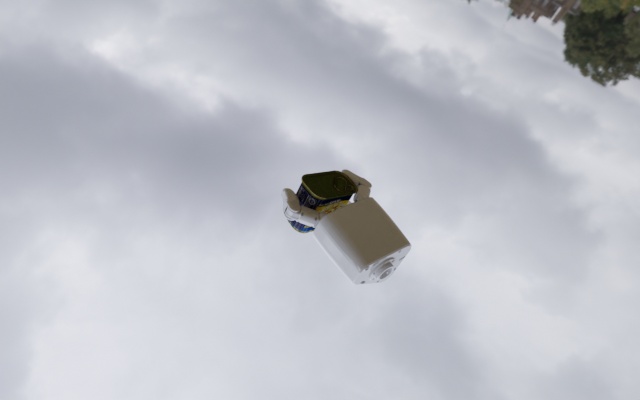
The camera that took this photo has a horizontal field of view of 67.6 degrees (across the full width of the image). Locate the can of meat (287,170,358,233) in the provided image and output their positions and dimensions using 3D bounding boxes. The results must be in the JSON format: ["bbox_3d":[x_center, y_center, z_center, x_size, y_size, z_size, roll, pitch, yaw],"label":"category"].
[{"bbox_3d":[0.000,0.003,0.792,0.102,0.084,0.057,-11,50,-43],"label":"can of meat"}]
